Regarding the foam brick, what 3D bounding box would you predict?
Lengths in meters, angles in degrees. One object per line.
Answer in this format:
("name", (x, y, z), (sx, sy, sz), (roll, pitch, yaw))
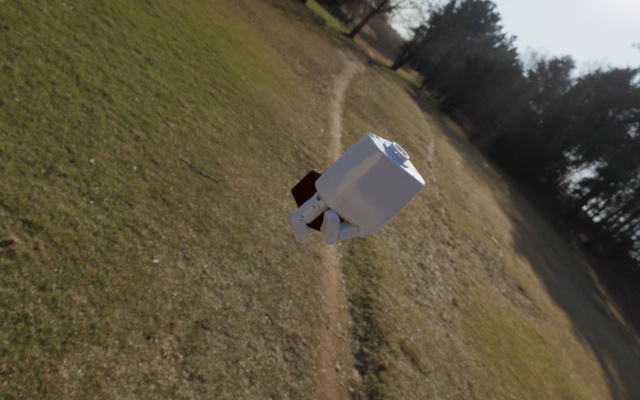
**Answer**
("foam brick", (0.000, 0.002, 0.720), (0.053, 0.078, 0.051), (23, -60, -43))
